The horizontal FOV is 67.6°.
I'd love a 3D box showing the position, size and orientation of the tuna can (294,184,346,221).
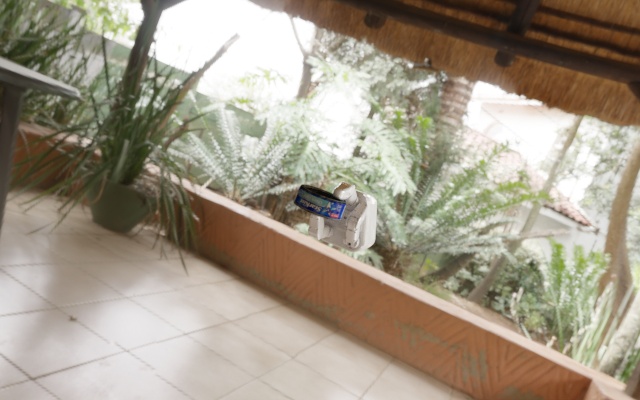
[{"bbox_3d":[0.000,0.002,0.810,0.086,0.034,0.086,21,8,-3],"label":"tuna can"}]
